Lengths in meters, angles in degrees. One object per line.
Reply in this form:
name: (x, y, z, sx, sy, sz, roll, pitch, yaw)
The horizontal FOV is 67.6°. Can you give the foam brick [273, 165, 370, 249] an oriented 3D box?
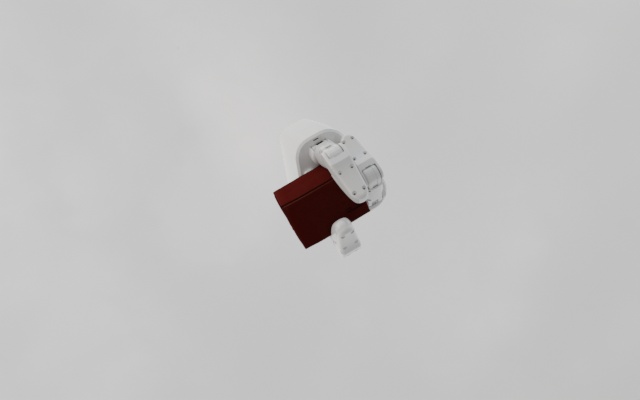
foam brick: (0.000, 0.002, 0.480, 0.078, 0.053, 0.051, -30, 24, -7)
